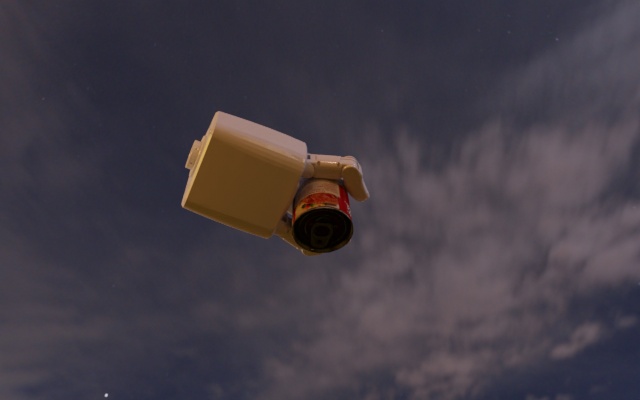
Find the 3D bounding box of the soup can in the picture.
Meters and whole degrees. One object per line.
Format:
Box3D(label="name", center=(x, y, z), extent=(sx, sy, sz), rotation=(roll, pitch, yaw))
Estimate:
Box3D(label="soup can", center=(0.001, 0.002, 0.559), extent=(0.068, 0.069, 0.102), rotation=(0, 39, -3))
